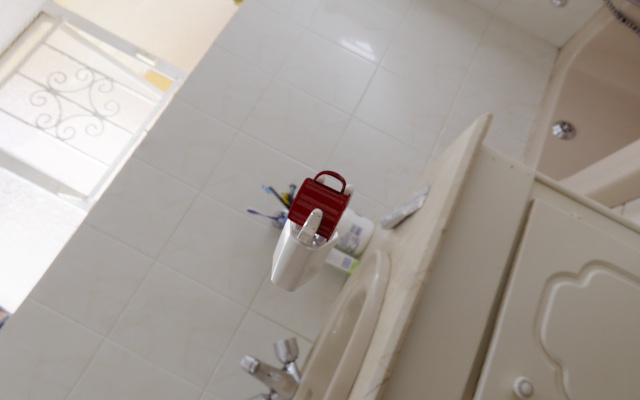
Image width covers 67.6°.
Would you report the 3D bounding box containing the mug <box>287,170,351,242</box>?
[{"bbox_3d":[0.000,0.001,0.811,0.081,0.117,0.093,26,23,1],"label":"mug"}]
